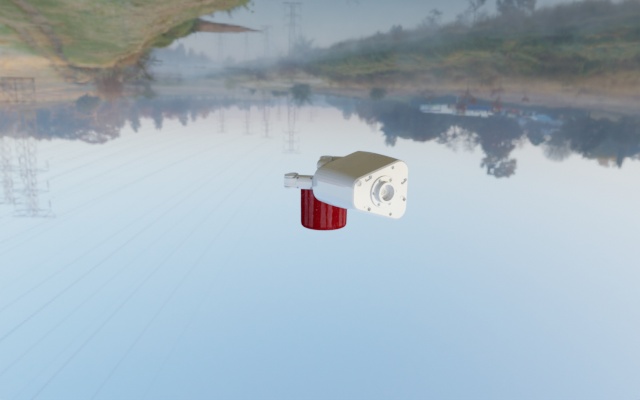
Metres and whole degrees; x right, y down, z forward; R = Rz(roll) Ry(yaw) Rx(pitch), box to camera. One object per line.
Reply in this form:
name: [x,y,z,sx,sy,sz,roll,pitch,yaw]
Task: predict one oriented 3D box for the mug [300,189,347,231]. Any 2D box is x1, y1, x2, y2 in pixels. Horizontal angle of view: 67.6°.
mug: [-0.001,0.003,0.844,0.093,0.081,0.117,-6,13,-29]
